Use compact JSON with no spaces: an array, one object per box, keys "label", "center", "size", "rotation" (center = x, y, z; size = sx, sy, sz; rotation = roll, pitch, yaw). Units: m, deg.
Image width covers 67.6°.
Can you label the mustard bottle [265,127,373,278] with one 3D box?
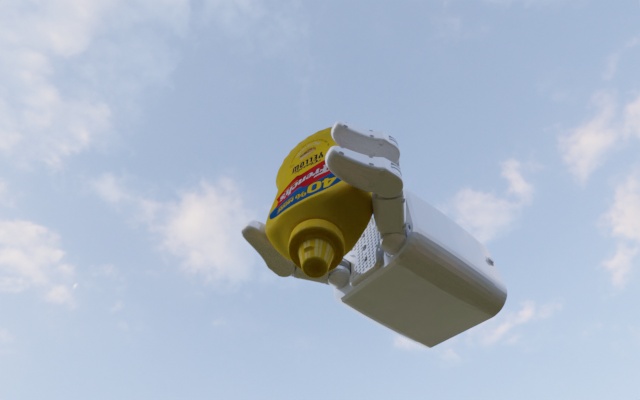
[{"label":"mustard bottle","center":[0.000,0.001,0.405],"size":[0.096,0.058,0.191],"rotation":[-27,24,16]}]
